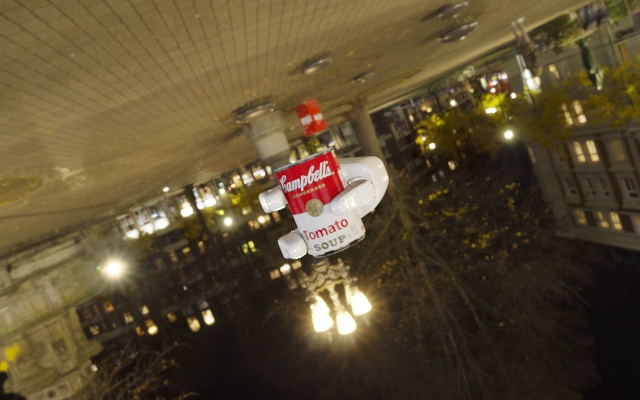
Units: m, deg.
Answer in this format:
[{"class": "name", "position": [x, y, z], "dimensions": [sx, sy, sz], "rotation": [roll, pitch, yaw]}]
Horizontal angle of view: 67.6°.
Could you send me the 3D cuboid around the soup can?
[{"class": "soup can", "position": [0.000, 0.002, 0.512], "dimensions": [0.068, 0.102, 0.068], "rotation": [-22, 6, 2]}]
